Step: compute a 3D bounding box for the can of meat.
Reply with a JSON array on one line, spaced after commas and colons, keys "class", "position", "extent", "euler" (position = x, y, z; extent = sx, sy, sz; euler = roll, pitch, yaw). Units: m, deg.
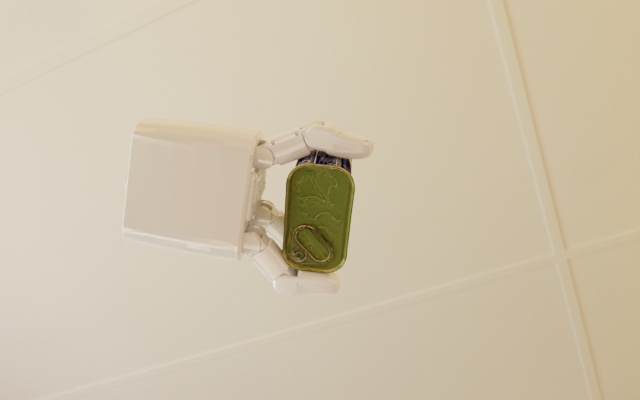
[{"class": "can of meat", "position": [0.000, 0.001, 0.443], "extent": [0.057, 0.102, 0.084], "euler": [6, 24, 2]}]
